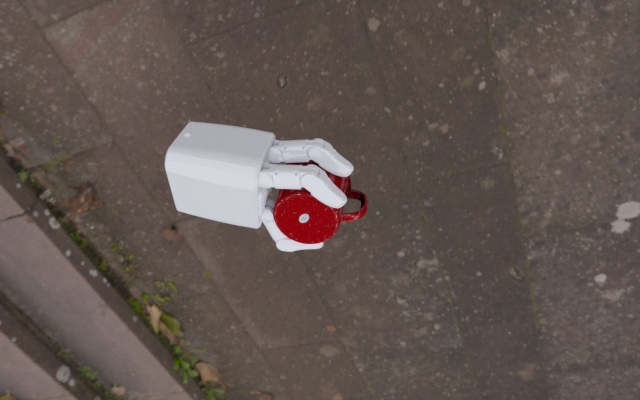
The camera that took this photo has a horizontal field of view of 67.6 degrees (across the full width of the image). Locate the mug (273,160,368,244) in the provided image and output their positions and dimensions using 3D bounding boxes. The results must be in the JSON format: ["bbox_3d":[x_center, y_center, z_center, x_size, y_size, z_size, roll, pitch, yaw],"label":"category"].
[{"bbox_3d":[0.001,0.002,0.592,0.117,0.093,0.081,10,38,3],"label":"mug"}]
